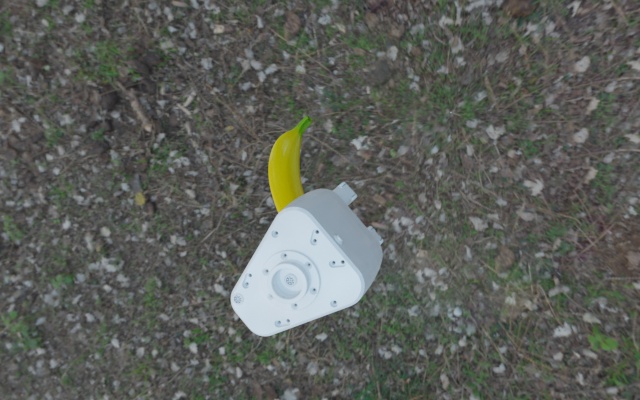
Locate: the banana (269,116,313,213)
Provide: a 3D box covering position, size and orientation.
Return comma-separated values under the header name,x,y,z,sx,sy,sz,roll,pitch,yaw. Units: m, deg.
name,x,y,z,sx,sy,sz,roll,pitch,yaw
banana,-0.018,0.004,0.561,0.069,0.198,0.037,-16,1,11
